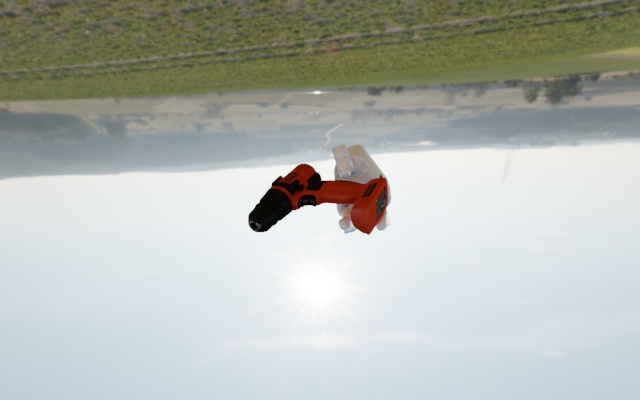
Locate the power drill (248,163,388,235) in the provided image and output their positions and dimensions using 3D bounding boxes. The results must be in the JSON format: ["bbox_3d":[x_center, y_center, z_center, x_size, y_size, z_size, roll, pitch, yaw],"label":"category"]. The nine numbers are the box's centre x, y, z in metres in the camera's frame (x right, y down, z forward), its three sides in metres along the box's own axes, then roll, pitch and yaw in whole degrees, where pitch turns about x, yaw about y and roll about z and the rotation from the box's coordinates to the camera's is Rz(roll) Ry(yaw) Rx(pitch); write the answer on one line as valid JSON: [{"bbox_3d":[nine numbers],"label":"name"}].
[{"bbox_3d":[0.001,0.002,0.752,0.187,0.057,0.184,10,35,24],"label":"power drill"}]
